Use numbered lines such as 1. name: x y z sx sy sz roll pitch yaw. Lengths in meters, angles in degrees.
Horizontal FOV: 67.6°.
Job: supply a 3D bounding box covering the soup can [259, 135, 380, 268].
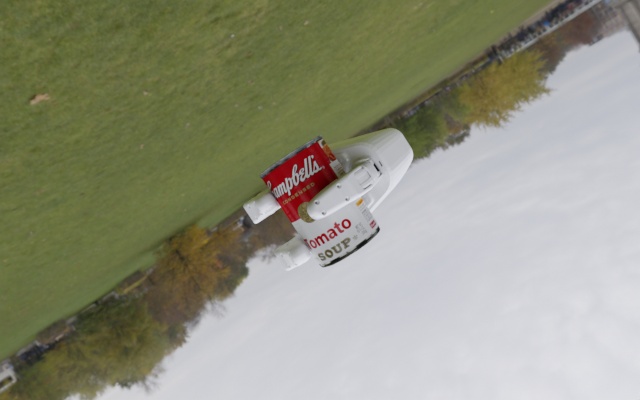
1. soup can: 0.000 0.002 0.438 0.068 0.102 0.068 -33 3 2
